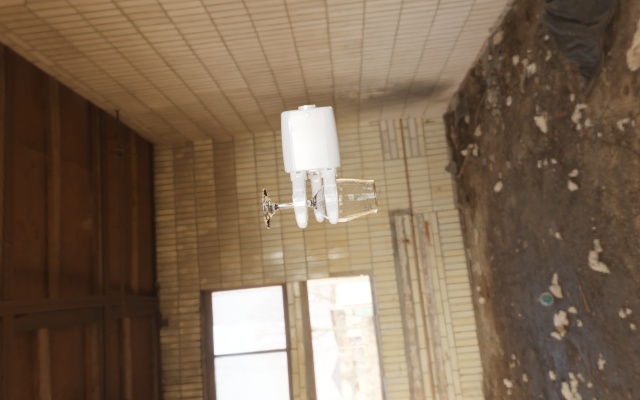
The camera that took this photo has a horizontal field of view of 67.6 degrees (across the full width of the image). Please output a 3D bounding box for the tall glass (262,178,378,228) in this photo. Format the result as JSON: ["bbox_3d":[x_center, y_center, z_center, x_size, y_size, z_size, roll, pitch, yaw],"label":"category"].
[{"bbox_3d":[-0.001,0.003,0.864,0.201,0.079,0.079,-6,0,3],"label":"tall glass"}]
